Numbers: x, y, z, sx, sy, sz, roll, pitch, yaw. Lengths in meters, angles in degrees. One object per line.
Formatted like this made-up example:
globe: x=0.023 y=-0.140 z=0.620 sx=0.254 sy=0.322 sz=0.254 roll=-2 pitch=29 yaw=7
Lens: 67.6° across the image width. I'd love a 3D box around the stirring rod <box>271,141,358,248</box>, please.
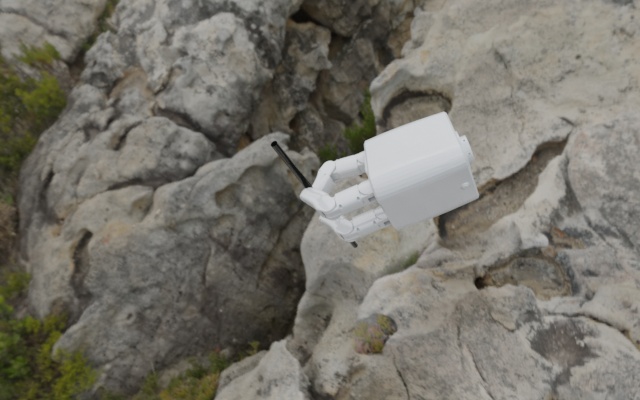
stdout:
stirring rod: x=0.000 y=0.002 z=0.608 sx=0.011 sy=0.011 sz=0.240 roll=0 pitch=-32 yaw=30
